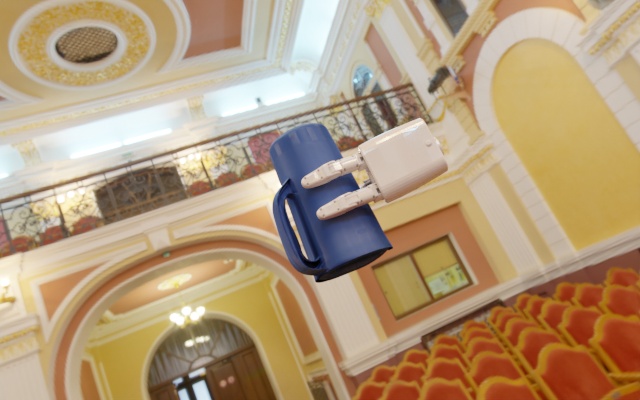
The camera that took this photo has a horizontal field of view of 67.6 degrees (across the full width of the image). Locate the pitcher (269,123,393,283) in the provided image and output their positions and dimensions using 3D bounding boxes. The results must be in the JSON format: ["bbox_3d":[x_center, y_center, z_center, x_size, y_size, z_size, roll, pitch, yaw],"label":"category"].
[{"bbox_3d":[0.000,0.002,0.767,0.145,0.242,0.149,-26,-15,5],"label":"pitcher"}]
